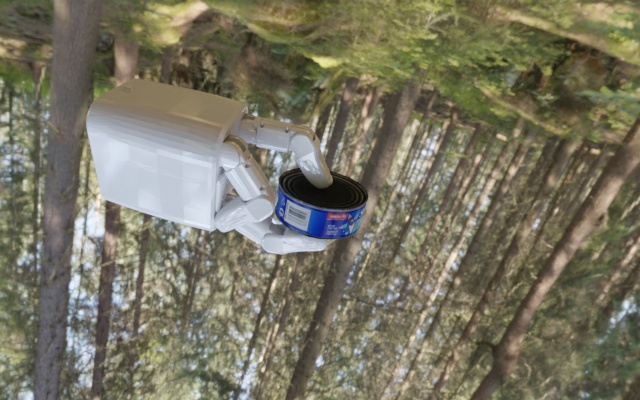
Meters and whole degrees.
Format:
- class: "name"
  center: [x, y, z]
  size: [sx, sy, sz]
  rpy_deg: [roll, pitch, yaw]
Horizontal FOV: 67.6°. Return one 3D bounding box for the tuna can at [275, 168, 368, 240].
- class: "tuna can"
  center: [0.000, 0.002, 0.454]
  size: [0.086, 0.034, 0.086]
  rpy_deg: [10, 26, -5]
